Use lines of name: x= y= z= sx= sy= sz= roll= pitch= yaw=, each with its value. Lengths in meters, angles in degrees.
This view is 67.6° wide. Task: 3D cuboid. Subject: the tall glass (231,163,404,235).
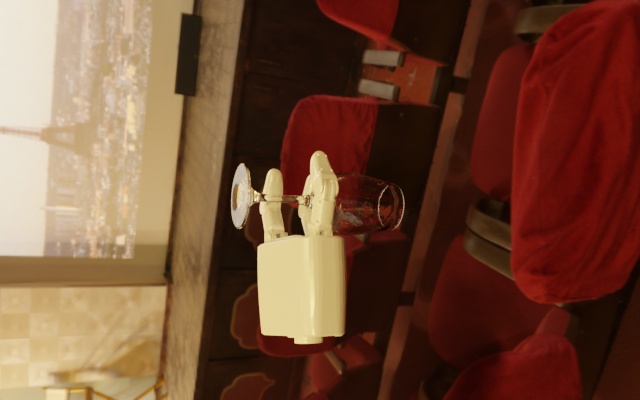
tall glass: x=-0.001 y=0.002 z=0.575 sx=0.201 sy=0.079 sz=0.079 roll=4 pitch=-2 yaw=-24
